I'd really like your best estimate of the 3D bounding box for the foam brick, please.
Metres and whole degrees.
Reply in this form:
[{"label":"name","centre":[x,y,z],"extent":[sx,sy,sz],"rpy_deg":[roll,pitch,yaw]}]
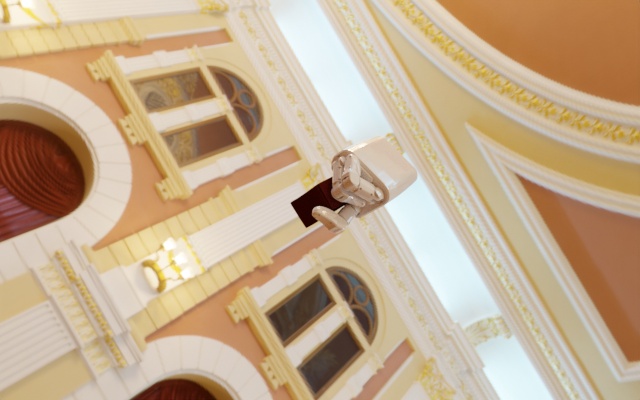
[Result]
[{"label":"foam brick","centre":[0.000,0.003,0.790],"extent":[0.051,0.053,0.078],"rpy_deg":[-29,-2,-45]}]
